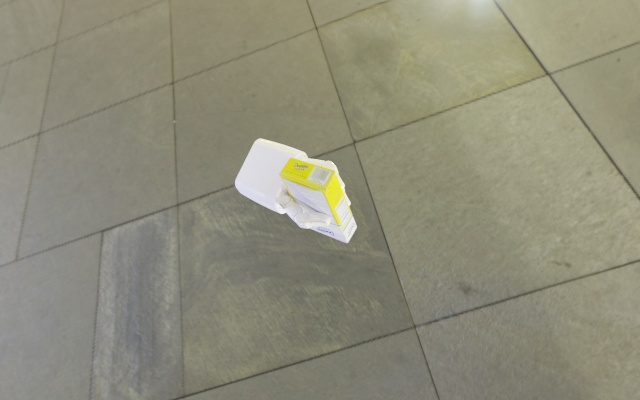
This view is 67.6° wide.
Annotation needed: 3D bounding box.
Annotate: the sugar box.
[{"bbox_3d":[0.000,0.002,0.838,0.093,0.048,0.176,20,-23,28],"label":"sugar box"}]
